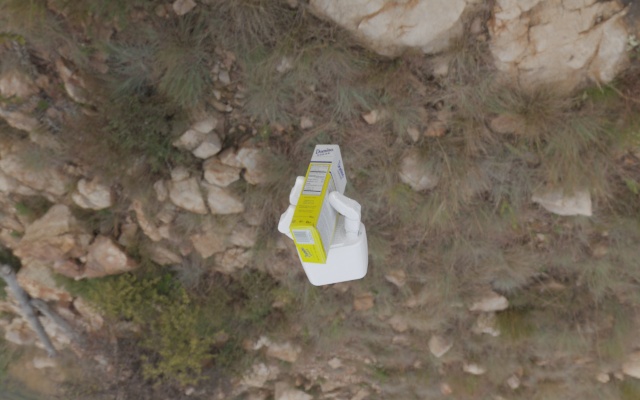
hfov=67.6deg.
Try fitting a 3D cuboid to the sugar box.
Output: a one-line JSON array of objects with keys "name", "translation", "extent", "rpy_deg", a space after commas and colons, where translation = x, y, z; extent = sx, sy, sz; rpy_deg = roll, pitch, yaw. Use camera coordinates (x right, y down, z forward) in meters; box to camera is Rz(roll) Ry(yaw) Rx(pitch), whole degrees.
[{"name": "sugar box", "translation": [0.000, 0.003, 0.763], "extent": [0.048, 0.176, 0.093], "rpy_deg": [1, -41, 15]}]
